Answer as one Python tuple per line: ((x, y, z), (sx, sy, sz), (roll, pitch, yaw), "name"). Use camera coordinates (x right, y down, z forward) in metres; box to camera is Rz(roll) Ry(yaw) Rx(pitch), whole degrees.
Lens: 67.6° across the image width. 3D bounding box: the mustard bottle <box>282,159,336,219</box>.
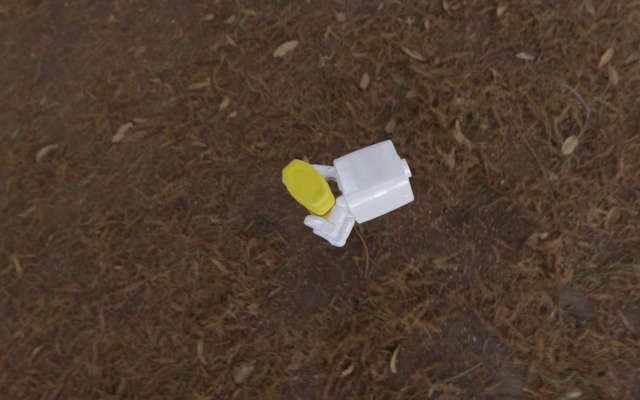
((0.000, 0.003, 0.844), (0.096, 0.058, 0.192), (45, -3, 26), "mustard bottle")
